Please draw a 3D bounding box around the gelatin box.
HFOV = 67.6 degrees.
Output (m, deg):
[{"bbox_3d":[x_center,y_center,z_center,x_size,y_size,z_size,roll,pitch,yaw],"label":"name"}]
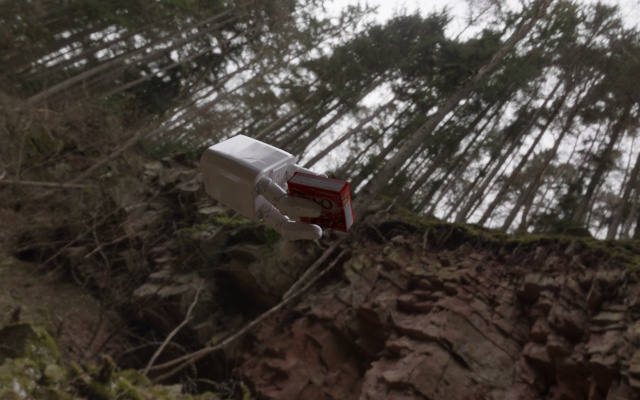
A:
[{"bbox_3d":[0.001,0.002,0.681,0.089,0.073,0.030,12,43,27],"label":"gelatin box"}]
